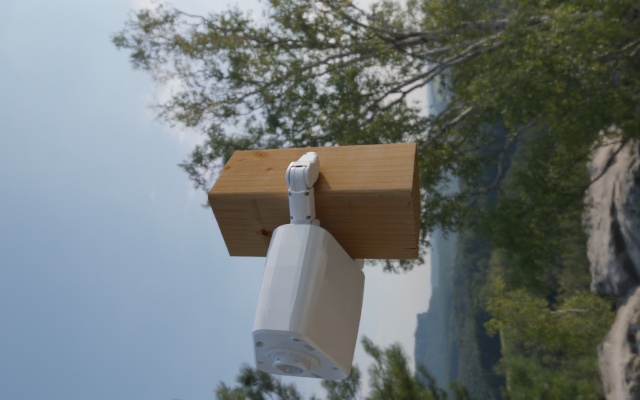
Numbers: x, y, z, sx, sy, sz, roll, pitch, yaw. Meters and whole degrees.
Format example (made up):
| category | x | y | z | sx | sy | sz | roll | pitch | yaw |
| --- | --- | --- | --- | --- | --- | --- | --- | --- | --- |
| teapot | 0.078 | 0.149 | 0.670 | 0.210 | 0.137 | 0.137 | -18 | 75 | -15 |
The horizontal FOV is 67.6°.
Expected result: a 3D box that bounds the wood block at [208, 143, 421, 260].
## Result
| category | x | y | z | sx | sy | sz | roll | pitch | yaw |
| --- | --- | --- | --- | --- | --- | --- | --- | --- | --- |
| wood block | 0.000 | 0.002 | 0.514 | 0.206 | 0.091 | 0.090 | -1 | 37 | 15 |
